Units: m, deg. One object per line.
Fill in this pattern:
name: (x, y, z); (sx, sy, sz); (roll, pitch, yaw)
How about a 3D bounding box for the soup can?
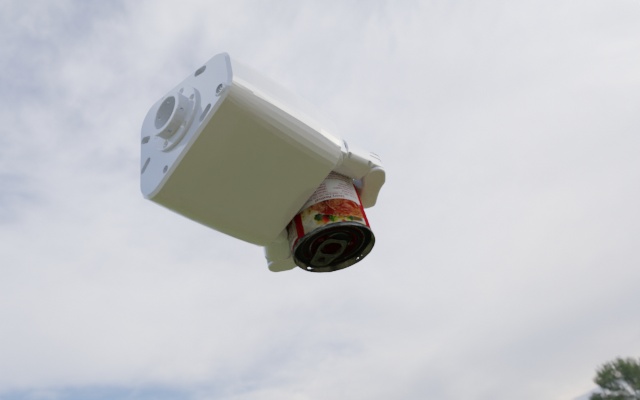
soup can: (0.000, 0.001, 0.411); (0.068, 0.102, 0.069); (-10, -38, -8)
